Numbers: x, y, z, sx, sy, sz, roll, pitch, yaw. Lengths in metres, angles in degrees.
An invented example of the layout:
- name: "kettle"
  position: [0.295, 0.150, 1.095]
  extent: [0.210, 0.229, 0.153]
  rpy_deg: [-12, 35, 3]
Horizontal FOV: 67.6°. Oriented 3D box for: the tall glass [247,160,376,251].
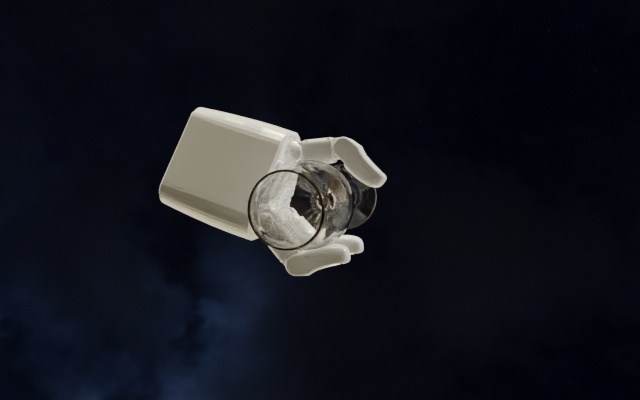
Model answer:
- name: "tall glass"
  position: [0.000, 0.001, 0.454]
  extent: [0.079, 0.079, 0.201]
  rpy_deg: [0, 3, 16]
